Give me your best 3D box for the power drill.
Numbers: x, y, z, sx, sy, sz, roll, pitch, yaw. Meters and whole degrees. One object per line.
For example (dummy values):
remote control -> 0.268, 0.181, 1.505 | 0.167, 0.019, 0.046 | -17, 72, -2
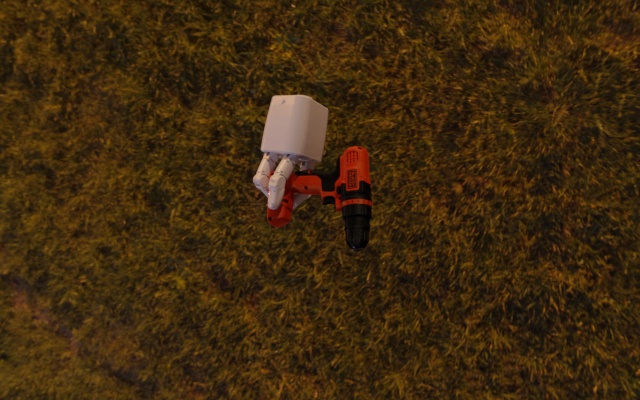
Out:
power drill -> 0.000, 0.003, 0.846 | 0.187, 0.184, 0.057 | -6, -20, 19
